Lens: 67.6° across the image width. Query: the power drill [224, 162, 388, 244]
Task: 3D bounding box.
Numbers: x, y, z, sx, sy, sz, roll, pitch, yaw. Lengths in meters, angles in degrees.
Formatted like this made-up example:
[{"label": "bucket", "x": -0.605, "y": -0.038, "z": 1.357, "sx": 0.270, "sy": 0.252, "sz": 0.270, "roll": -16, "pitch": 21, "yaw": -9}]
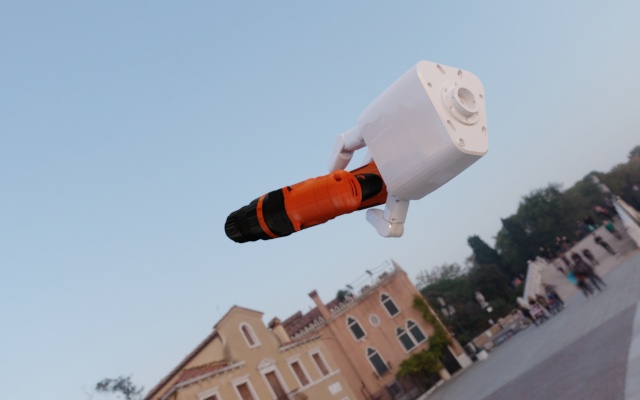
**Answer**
[{"label": "power drill", "x": 0.001, "y": 0.002, "z": 0.573, "sx": 0.184, "sy": 0.057, "sz": 0.187, "roll": -17, "pitch": 1, "yaw": 36}]
